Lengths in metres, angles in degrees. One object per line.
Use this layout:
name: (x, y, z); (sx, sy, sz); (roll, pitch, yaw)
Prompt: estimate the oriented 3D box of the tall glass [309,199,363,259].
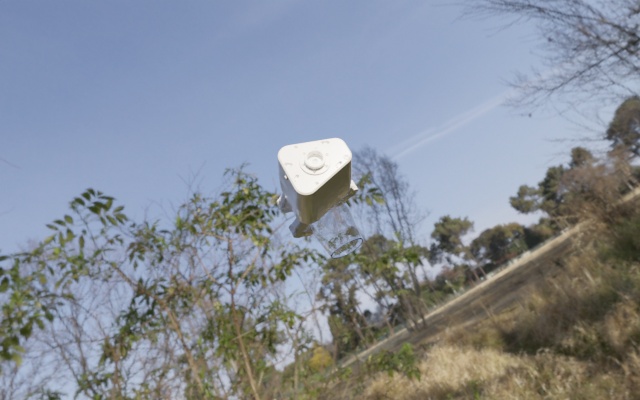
tall glass: (0.000, 0.002, 0.849); (0.079, 0.201, 0.079); (-25, -23, -11)
